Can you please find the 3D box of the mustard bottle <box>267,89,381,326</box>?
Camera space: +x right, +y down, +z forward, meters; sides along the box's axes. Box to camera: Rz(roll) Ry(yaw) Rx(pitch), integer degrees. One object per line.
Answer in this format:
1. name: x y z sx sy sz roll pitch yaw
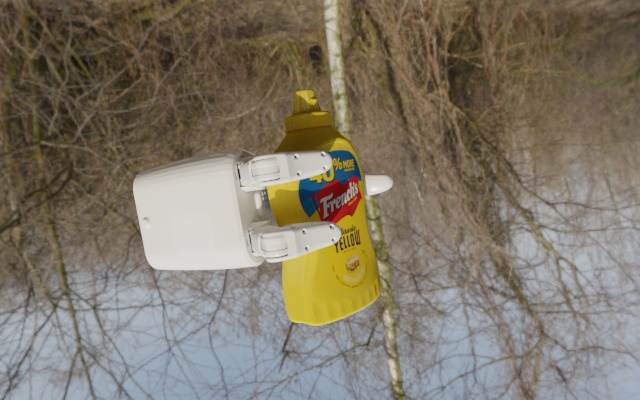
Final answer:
1. mustard bottle: 0.000 0.002 0.413 0.096 0.191 0.058 -14 6 -43
